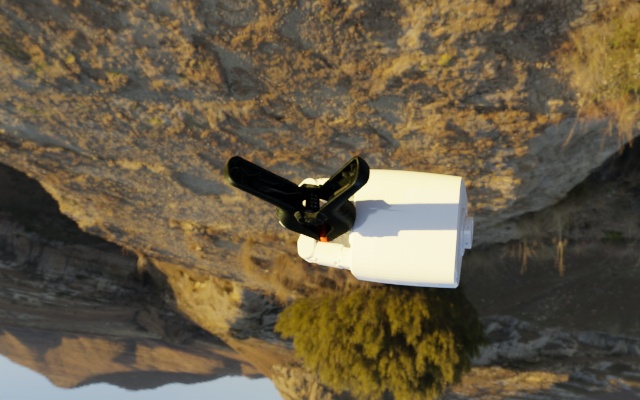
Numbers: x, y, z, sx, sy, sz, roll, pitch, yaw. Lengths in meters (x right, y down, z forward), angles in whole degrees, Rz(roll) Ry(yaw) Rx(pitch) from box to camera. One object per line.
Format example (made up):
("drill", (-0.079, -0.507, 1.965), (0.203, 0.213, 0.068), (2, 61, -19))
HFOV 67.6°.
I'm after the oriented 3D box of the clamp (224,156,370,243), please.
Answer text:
("clamp", (0.000, 0.002, 0.445), (0.120, 0.039, 0.171), (3, -19, 21))
